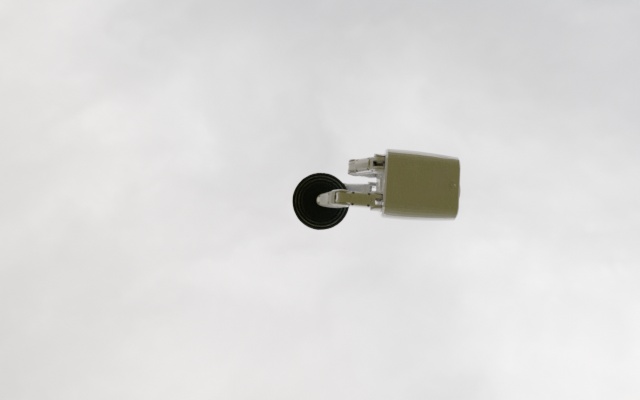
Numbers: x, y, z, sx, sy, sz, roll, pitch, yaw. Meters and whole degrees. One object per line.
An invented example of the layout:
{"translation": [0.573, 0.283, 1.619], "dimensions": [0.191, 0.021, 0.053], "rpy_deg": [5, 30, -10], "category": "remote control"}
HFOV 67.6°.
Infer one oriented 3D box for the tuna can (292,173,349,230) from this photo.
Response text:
{"translation": [0.000, 0.002, 0.721], "dimensions": [0.086, 0.086, 0.034], "rpy_deg": [0, -5, -3], "category": "tuna can"}
